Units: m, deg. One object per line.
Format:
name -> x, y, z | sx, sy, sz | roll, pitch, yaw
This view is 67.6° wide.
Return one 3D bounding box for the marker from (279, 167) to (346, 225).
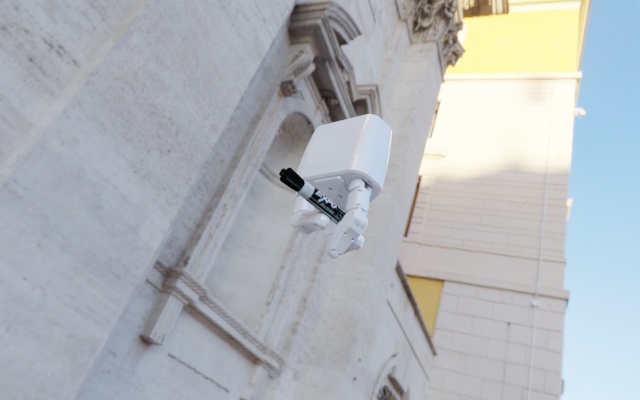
marker -> 0.000, 0.002, 0.542 | 0.121, 0.020, 0.020 | 38, -20, -27
